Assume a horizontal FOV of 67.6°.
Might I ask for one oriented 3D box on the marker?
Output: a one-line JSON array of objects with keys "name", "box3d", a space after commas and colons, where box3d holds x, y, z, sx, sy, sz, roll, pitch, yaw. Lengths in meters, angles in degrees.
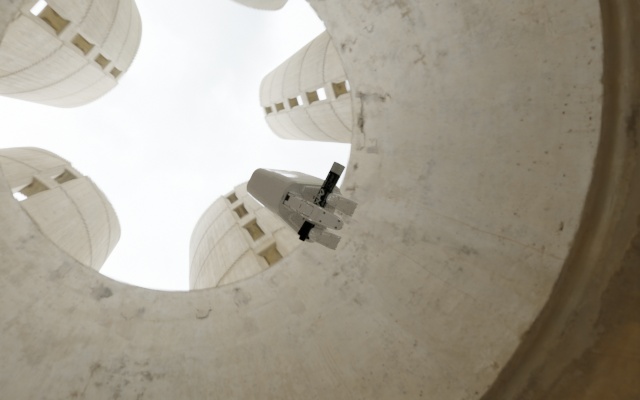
[{"name": "marker", "box3d": [0.000, 0.002, 0.674, 0.020, 0.121, 0.020, 27, 1, 0]}]
